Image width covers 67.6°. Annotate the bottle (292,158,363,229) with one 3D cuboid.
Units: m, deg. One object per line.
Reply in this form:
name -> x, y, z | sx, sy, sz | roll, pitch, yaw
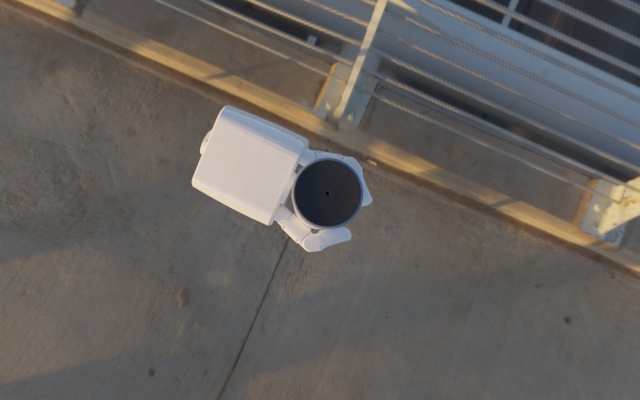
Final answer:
bottle -> 0.000, 0.002, 0.587 | 0.069, 0.069, 0.296 | 0, -3, -3
